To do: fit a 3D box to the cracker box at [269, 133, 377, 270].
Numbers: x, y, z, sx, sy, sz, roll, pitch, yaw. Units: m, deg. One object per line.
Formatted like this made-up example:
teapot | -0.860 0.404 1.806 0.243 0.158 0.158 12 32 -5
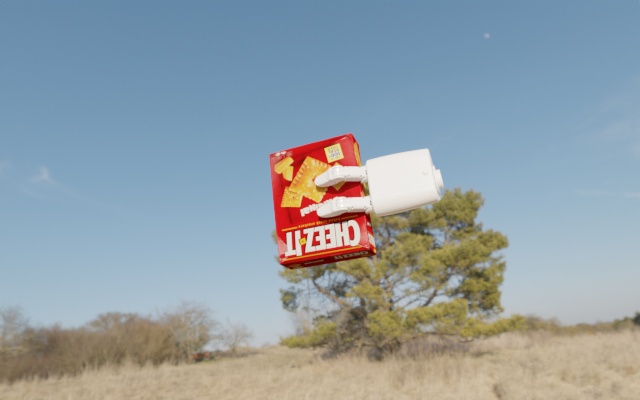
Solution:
cracker box | 0.000 0.003 0.856 0.164 0.213 0.072 -12 -19 14
